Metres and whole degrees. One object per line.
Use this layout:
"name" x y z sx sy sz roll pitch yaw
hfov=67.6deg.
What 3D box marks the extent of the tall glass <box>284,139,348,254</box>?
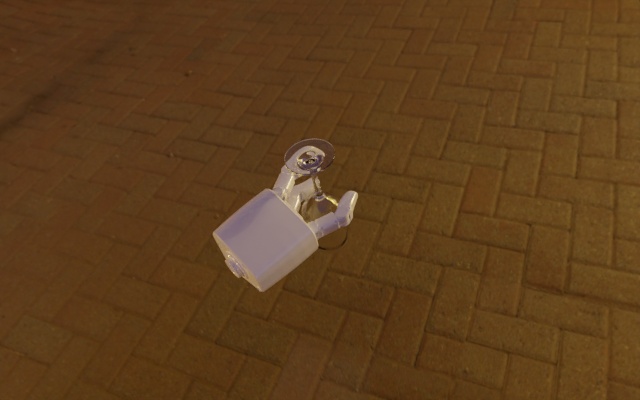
"tall glass" 0.000 0.002 0.750 0.079 0.079 0.201 0 -41 13
